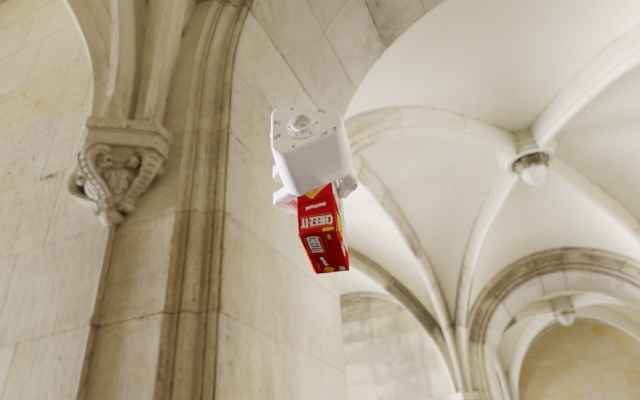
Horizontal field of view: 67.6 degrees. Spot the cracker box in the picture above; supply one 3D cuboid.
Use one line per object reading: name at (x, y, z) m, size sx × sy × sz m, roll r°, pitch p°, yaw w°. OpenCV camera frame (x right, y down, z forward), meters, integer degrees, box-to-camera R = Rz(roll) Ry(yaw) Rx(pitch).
cracker box at (0.000, 0.003, 0.860) m, size 0.072 × 0.213 × 0.164 m, roll -8°, pitch -32°, yaw 7°
